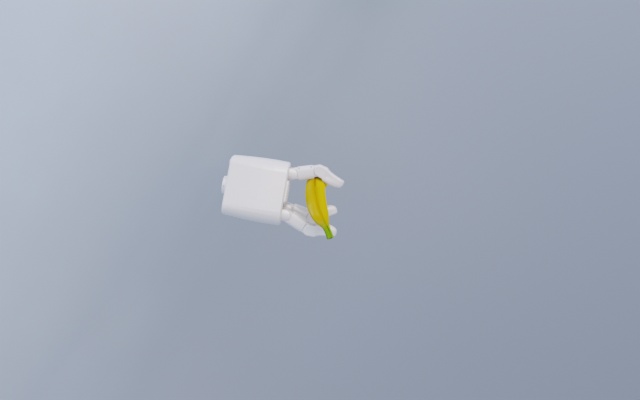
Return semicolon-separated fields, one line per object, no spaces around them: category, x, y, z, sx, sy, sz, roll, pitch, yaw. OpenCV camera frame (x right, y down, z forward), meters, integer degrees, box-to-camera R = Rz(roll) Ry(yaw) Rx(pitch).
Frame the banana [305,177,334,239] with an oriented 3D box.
banana;-0.005;-0.010;0.873;0.037;0.070;0.197;-13;32;7
